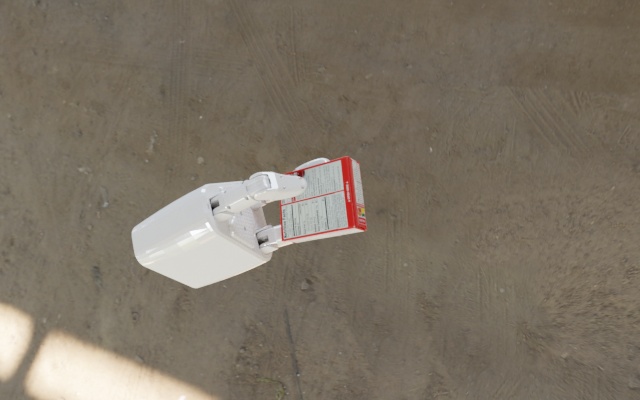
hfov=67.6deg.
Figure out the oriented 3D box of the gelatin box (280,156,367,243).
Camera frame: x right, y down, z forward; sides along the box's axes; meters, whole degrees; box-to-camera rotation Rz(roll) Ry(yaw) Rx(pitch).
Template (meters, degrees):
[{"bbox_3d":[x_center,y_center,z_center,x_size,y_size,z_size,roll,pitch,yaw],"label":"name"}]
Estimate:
[{"bbox_3d":[0.000,0.001,0.493,0.089,0.073,0.030,-13,-16,29],"label":"gelatin box"}]
